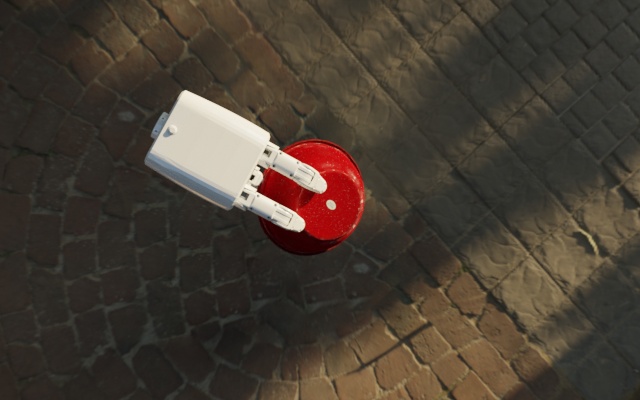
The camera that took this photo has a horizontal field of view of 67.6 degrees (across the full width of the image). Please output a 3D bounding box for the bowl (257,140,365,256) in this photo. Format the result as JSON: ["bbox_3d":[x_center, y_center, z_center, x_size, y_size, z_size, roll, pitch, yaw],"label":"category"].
[{"bbox_3d":[0.001,0.002,0.631,0.162,0.162,0.055,0,10,-26],"label":"bowl"}]
